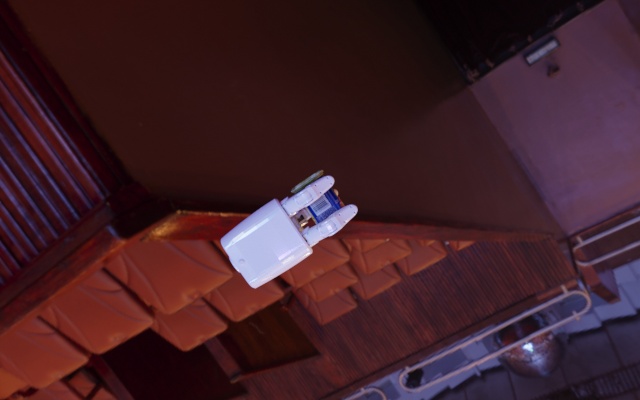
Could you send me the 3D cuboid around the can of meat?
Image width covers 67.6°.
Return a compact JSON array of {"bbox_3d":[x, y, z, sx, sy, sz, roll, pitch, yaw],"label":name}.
[{"bbox_3d":[0.000,0.003,0.751,0.057,0.084,0.102,-34,4,-2],"label":"can of meat"}]
